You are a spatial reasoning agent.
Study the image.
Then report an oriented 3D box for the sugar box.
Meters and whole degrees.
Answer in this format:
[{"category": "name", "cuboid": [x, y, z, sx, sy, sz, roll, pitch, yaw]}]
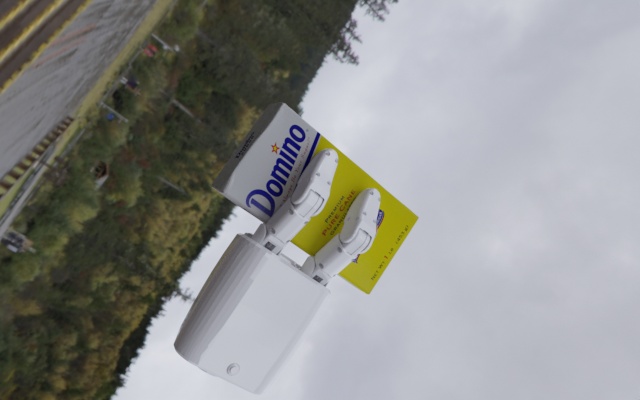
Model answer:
[{"category": "sugar box", "cuboid": [0.000, 0.002, 0.437, 0.176, 0.093, 0.048, 37, -8, -26]}]
